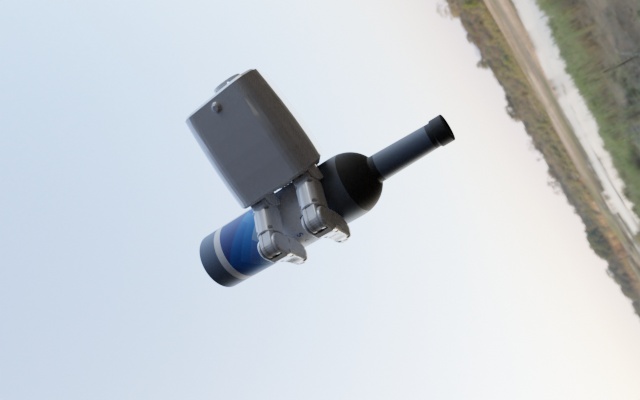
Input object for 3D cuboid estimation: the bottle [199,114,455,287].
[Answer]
[{"bbox_3d":[0.000,0.002,0.492,0.296,0.069,0.069,-31,-14,24],"label":"bottle"}]
